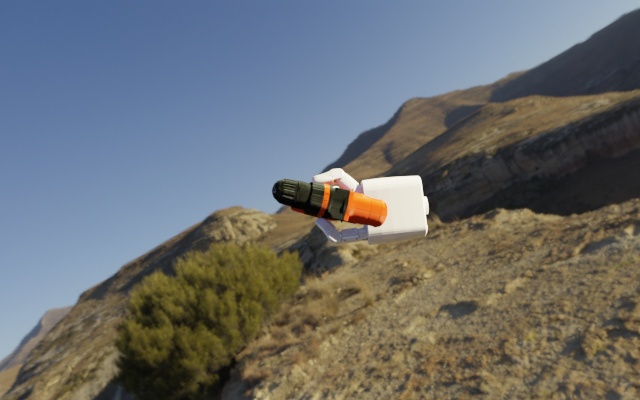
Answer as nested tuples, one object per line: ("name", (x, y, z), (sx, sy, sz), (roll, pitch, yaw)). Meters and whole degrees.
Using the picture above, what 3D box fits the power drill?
("power drill", (0.000, 0.003, 0.803), (0.184, 0.057, 0.187), (15, -1, -13))
